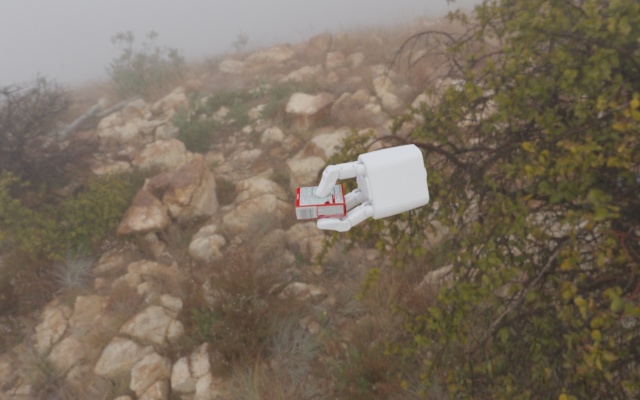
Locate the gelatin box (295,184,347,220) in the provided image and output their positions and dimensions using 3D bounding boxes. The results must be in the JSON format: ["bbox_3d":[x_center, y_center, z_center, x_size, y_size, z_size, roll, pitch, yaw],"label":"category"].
[{"bbox_3d":[0.000,0.002,0.860,0.089,0.030,0.073,-4,29,1],"label":"gelatin box"}]
